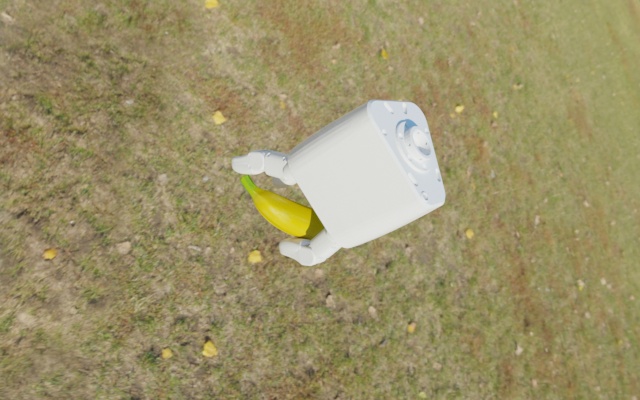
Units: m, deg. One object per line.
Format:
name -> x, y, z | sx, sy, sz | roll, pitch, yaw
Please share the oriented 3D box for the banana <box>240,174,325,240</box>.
banana -> 0.000, 0.018, 0.560 | 0.198, 0.069, 0.037 | 16, -35, -38
